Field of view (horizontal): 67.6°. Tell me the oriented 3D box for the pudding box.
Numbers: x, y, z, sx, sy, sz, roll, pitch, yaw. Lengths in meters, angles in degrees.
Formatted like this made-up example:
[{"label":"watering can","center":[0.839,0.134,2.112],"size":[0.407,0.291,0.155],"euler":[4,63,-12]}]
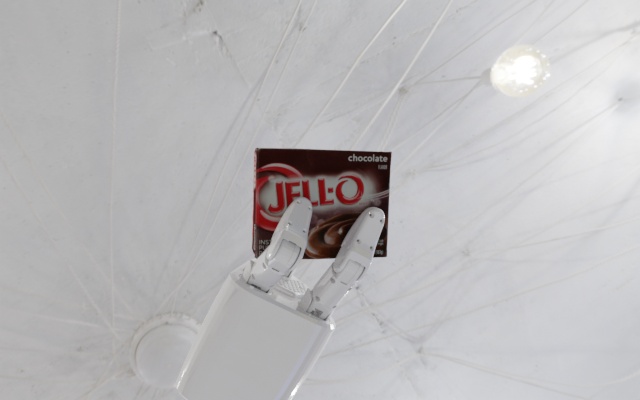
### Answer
[{"label":"pudding box","center":[0.000,0.001,0.401],"size":[0.113,0.090,0.039],"euler":[0,9,-11]}]
